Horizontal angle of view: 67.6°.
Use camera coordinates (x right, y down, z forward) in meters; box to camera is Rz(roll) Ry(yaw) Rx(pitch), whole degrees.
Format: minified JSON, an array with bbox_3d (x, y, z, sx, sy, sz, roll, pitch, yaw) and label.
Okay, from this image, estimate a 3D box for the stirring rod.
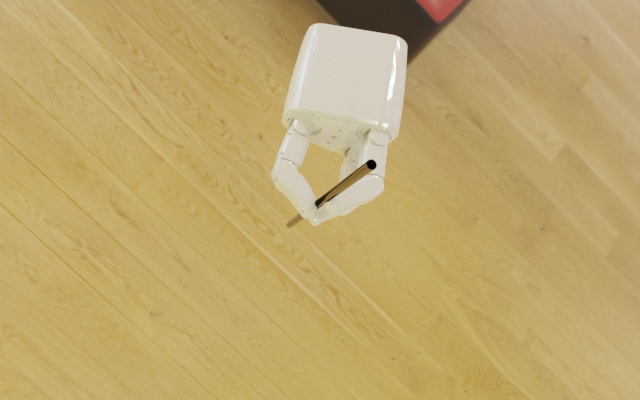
[{"bbox_3d":[0.000,0.001,0.451,0.011,0.011,0.239,0,-13,-18],"label":"stirring rod"}]
